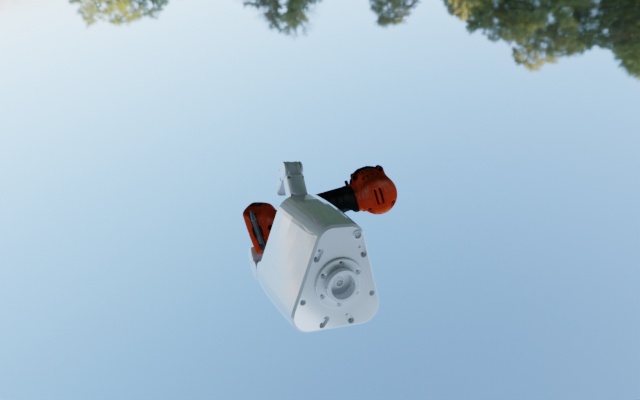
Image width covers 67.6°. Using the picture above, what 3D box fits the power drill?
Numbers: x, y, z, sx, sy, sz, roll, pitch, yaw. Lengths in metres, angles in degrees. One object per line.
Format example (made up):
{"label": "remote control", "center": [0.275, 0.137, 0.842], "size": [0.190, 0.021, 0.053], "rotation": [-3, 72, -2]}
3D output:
{"label": "power drill", "center": [0.000, 0.002, 0.621], "size": [0.187, 0.057, 0.184], "rotation": [-20, 6, 2]}
